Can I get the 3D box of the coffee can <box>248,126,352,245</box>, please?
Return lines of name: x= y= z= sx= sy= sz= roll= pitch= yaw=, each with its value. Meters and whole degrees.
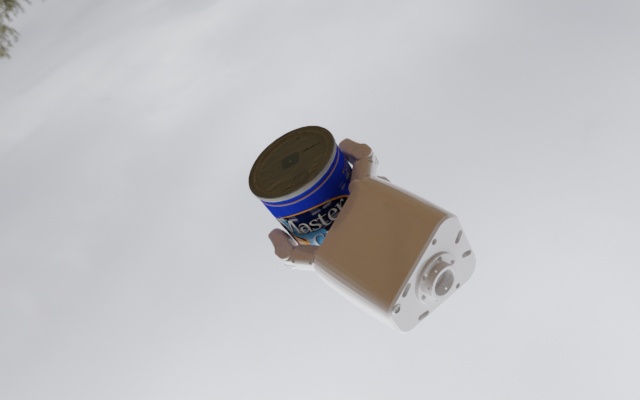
coffee can: x=0.000 y=0.002 z=0.536 sx=0.103 sy=0.102 sz=0.140 roll=0 pitch=-39 yaw=36
